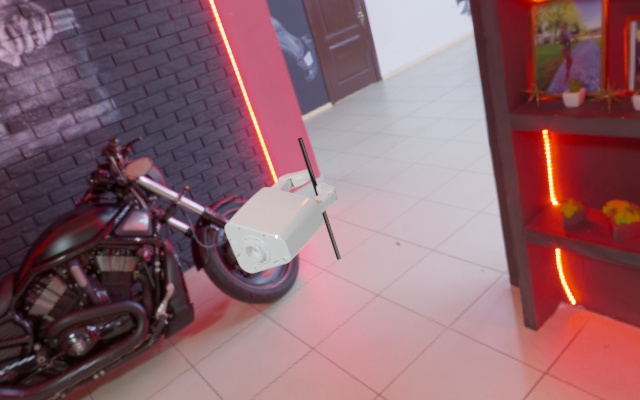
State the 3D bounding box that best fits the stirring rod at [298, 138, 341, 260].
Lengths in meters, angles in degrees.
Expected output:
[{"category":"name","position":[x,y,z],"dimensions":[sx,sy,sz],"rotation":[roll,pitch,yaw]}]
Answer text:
[{"category":"stirring rod","position":[0.000,0.003,0.833],"dimensions":[0.011,0.240,0.011],"rotation":[-15,24,7]}]
